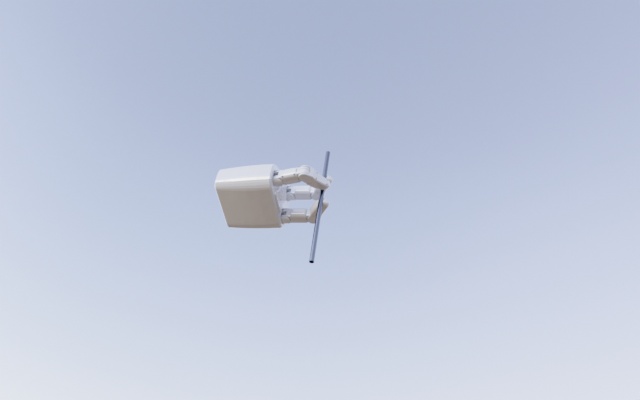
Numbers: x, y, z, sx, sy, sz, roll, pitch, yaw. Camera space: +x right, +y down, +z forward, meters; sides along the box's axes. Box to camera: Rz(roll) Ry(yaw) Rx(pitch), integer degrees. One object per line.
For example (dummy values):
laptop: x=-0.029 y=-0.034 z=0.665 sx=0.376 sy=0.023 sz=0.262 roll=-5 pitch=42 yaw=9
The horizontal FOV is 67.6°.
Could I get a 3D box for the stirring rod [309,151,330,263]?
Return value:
stirring rod: x=0.000 y=0.003 z=0.807 sx=0.011 sy=0.239 sz=0.011 roll=5 pitch=-40 yaw=4
